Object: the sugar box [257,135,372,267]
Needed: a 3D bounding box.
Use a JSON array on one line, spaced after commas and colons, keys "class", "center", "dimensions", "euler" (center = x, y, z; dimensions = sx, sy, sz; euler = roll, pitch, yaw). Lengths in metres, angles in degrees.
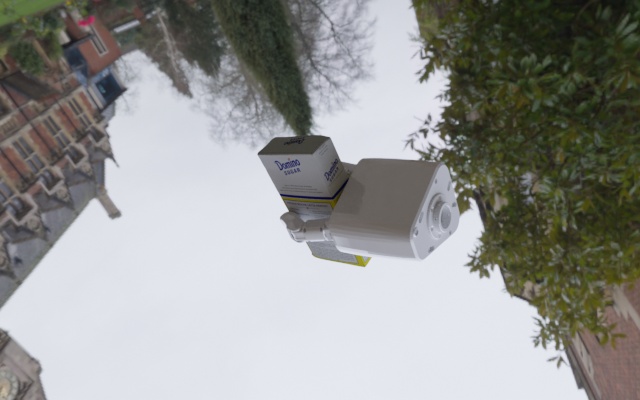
[{"class": "sugar box", "center": [0.001, 0.002, 0.598], "dimensions": [0.093, 0.176, 0.048], "euler": [5, 40, 40]}]
